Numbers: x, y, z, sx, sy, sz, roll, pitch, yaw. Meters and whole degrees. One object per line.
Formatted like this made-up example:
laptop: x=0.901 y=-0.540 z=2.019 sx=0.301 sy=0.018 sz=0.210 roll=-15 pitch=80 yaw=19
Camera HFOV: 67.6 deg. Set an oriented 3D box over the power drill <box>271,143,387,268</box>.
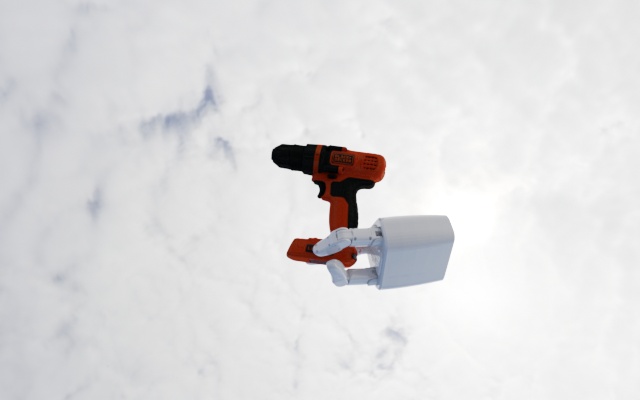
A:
power drill: x=0.000 y=0.003 z=0.737 sx=0.184 sy=0.187 sz=0.057 roll=7 pitch=-14 yaw=10
